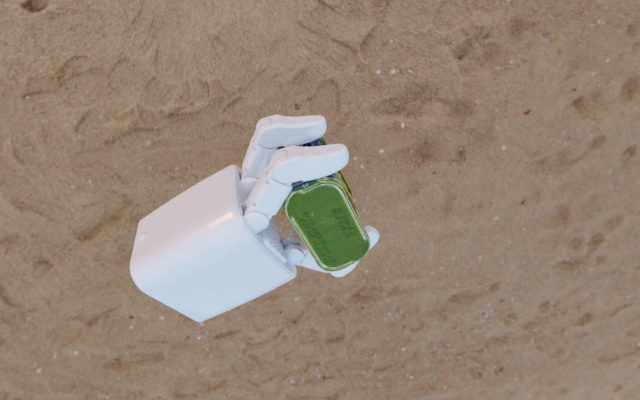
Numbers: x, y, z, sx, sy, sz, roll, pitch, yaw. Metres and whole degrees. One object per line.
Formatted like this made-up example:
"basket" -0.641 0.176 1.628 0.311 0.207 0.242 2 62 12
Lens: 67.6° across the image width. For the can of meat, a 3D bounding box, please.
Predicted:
"can of meat" 0.000 0.002 0.429 0.057 0.102 0.084 -26 35 5
